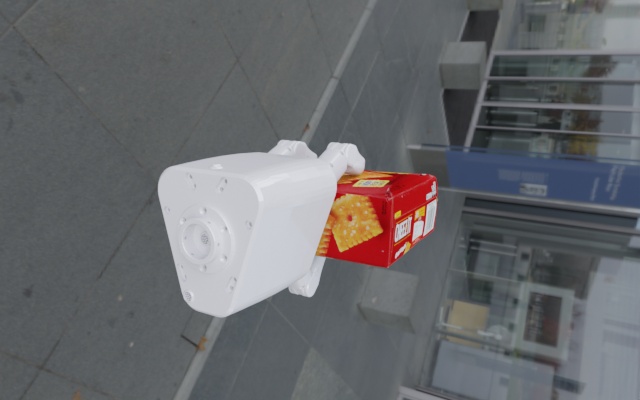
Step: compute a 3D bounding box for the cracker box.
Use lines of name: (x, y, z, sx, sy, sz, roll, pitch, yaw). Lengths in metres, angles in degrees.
cracker box: (0.000, 0.002, 0.507, 0.213, 0.072, 0.164, 8, 12, 26)
